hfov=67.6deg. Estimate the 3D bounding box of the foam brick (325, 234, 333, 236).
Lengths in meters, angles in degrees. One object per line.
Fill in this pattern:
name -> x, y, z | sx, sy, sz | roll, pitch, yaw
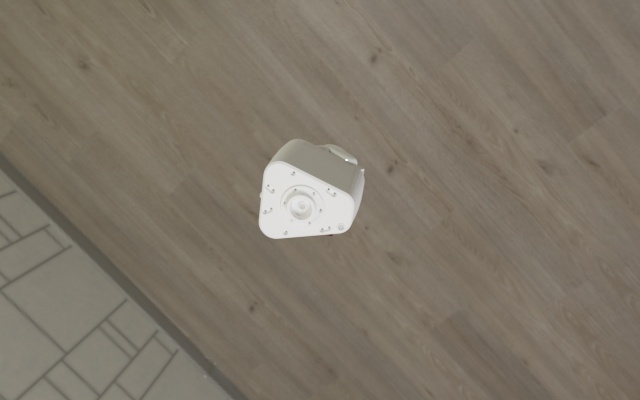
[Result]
foam brick -> 0.000, 0.002, 0.659 | 0.053, 0.078, 0.051 | 10, 20, 5
